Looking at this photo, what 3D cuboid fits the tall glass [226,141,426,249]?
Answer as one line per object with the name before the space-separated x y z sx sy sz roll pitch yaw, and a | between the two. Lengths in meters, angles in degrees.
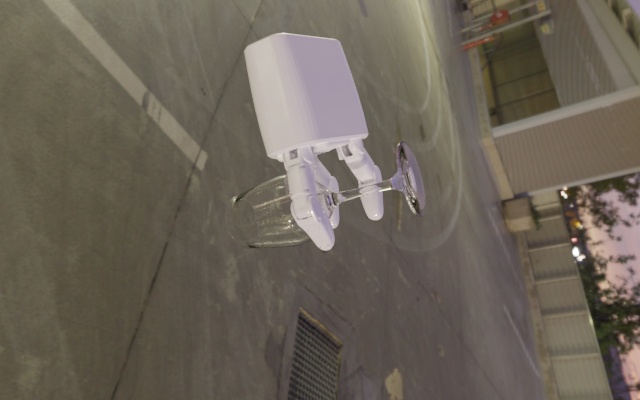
tall glass | 0.001 0.002 0.495 0.201 0.079 0.079 -15 -6 25
